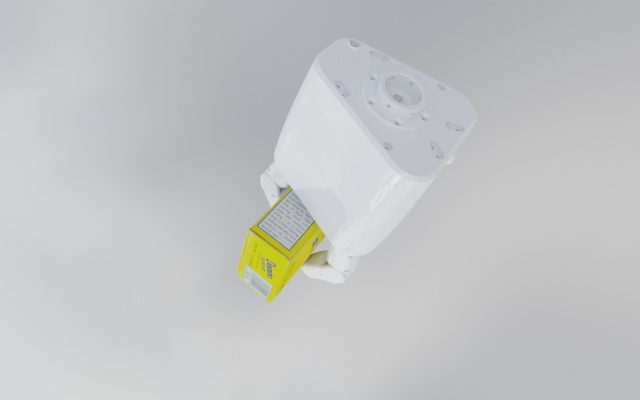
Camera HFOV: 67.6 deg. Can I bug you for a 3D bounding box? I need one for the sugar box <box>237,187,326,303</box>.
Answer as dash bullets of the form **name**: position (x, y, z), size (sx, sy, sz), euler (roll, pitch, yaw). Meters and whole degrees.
- **sugar box**: position (0.000, 0.002, 0.428), size (0.176, 0.048, 0.093), euler (-46, -10, -33)
